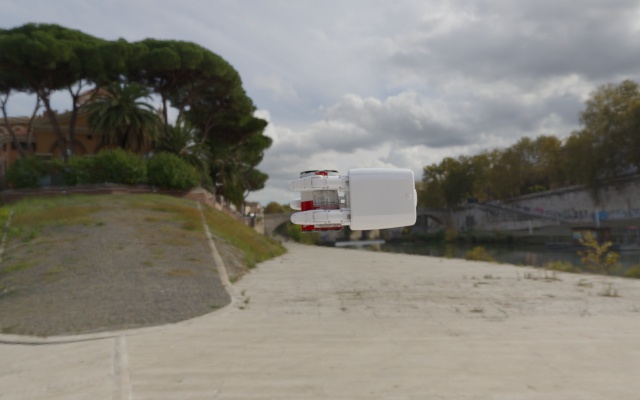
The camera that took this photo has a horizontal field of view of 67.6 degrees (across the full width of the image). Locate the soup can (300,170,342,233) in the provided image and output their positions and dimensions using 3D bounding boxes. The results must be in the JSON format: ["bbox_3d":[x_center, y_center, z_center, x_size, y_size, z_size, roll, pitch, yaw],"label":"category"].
[{"bbox_3d":[0.000,0.002,0.807,0.068,0.102,0.068,-2,-4,0],"label":"soup can"}]
